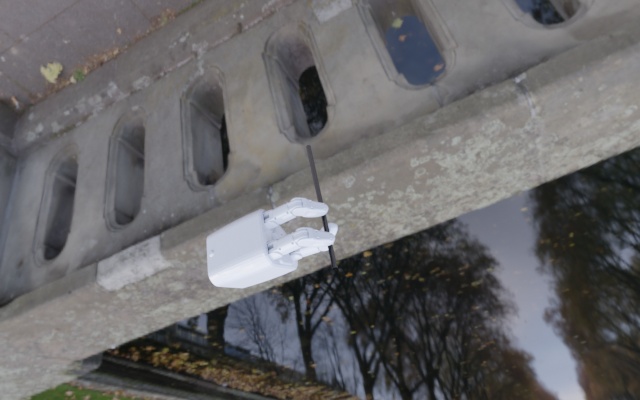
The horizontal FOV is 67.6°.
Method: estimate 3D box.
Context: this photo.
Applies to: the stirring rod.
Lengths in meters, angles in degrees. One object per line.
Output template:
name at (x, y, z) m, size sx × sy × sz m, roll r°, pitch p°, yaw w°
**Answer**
stirring rod at (0.000, 0.002, 0.760) m, size 0.011 × 0.239 × 0.011 m, roll -8°, pitch -35°, yaw -6°
